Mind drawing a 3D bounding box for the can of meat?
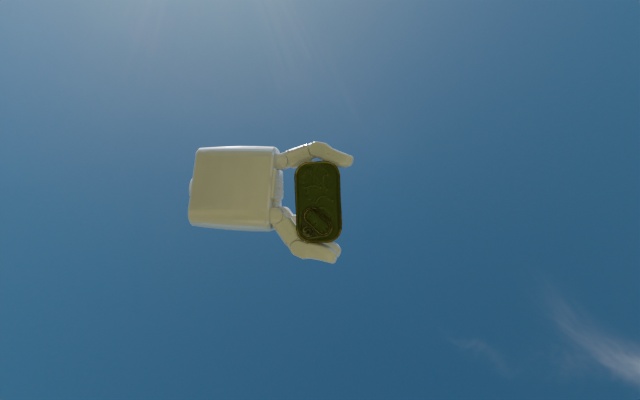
[{"bbox_3d":[0.000,0.002,0.630,0.057,0.102,0.084,-2,0,4],"label":"can of meat"}]
